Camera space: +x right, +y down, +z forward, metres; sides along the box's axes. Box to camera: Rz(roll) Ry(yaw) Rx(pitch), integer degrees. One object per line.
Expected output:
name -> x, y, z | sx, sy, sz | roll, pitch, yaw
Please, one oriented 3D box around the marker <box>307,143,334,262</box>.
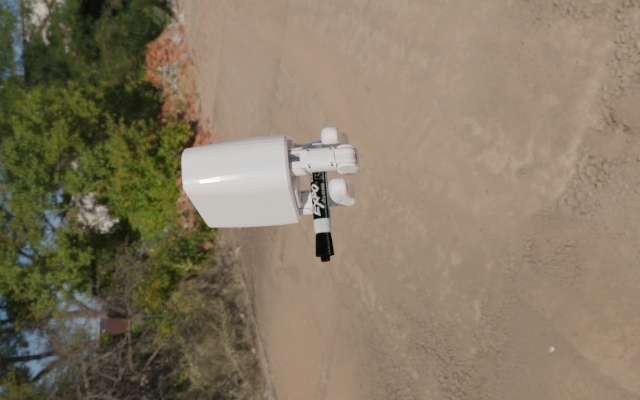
marker -> 0.000, 0.002, 0.484 | 0.020, 0.121, 0.020 | -5, -13, -1
